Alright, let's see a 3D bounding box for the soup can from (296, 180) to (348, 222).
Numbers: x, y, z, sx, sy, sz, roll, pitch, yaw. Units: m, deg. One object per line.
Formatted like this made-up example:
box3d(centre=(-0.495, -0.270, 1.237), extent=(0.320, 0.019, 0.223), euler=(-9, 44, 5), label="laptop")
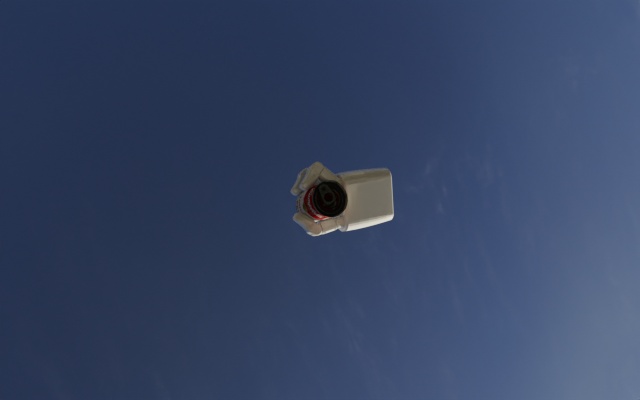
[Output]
box3d(centre=(0.000, 0.003, 0.892), extent=(0.068, 0.068, 0.102), euler=(0, -7, -21), label="soup can")
